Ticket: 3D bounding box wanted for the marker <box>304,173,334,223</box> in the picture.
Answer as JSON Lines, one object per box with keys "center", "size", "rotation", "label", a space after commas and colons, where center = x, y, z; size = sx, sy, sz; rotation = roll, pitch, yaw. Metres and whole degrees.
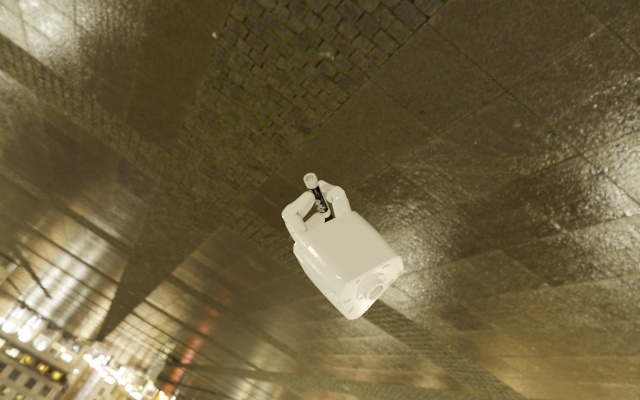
{"center": [0.000, 0.002, 0.749], "size": [0.020, 0.020, 0.121], "rotation": [0, -37, 19], "label": "marker"}
